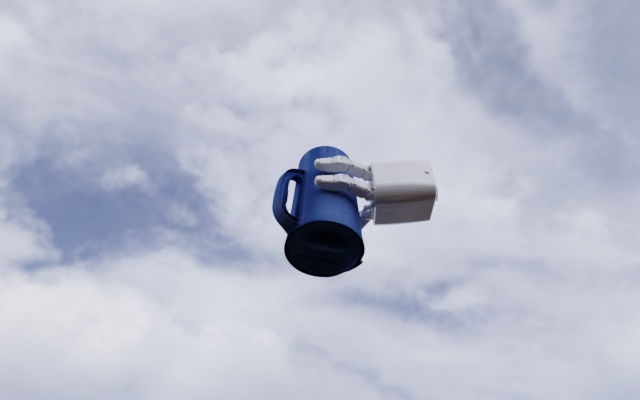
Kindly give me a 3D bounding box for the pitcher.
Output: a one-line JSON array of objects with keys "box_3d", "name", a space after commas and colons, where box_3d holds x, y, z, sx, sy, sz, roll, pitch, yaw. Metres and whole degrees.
[{"box_3d": [0.000, 0.003, 0.862, 0.145, 0.149, 0.242, -4, 40, 4], "name": "pitcher"}]
